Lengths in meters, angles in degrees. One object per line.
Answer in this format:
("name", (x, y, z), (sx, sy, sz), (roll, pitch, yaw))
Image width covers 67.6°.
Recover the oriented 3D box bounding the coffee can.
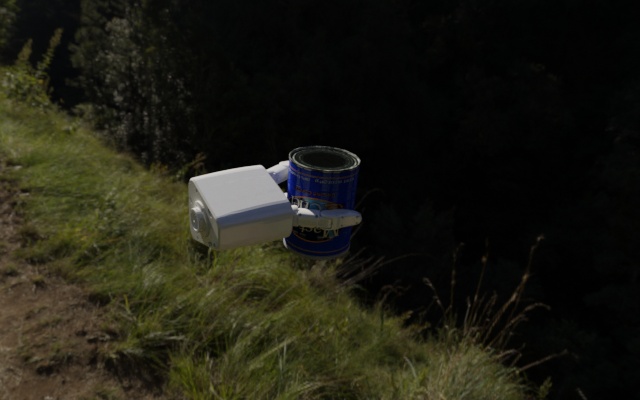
("coffee can", (0.000, 0.002, 0.706), (0.103, 0.140, 0.102), (4, 25, -2))
